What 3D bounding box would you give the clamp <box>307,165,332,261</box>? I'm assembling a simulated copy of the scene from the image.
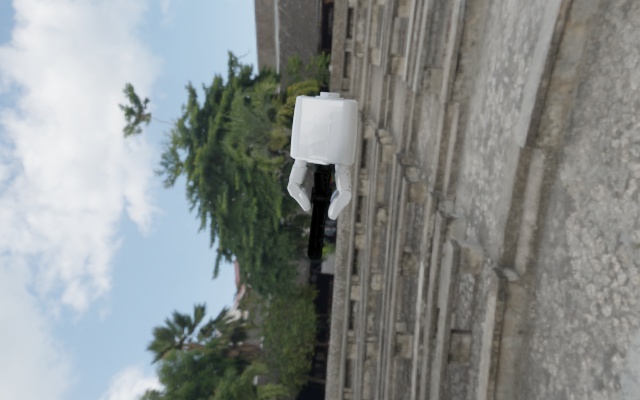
[{"bbox_3d":[-0.001,0.002,0.854,0.036,0.164,0.210,7,14,1],"label":"clamp"}]
